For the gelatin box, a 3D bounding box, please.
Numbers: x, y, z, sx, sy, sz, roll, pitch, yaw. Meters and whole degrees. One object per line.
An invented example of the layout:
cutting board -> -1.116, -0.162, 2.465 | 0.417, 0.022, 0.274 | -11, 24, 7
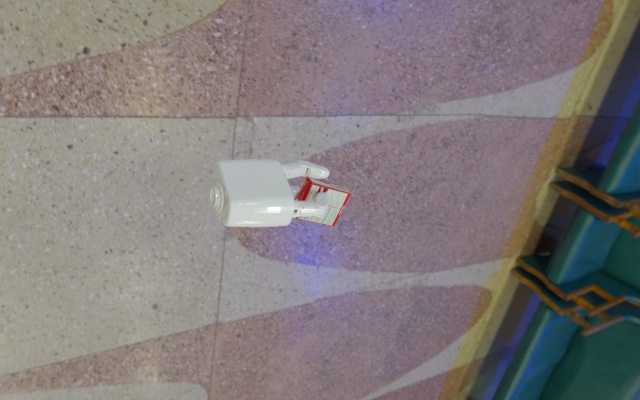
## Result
gelatin box -> 0.001, 0.003, 0.858 | 0.089, 0.073, 0.030 | 14, 22, -33
